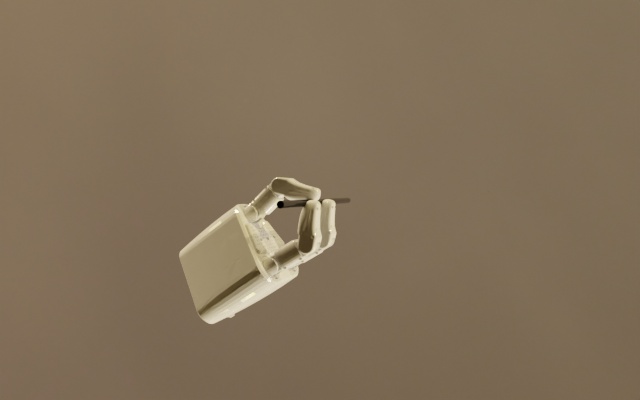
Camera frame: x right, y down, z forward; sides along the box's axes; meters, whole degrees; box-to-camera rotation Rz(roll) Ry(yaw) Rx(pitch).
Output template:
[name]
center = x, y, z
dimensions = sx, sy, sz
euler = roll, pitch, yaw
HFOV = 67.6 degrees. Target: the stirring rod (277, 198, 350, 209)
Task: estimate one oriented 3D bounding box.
[stirring rod]
center = 0.000, 0.002, 0.586
dimensions = 0.011, 0.011, 0.239
euler = 0, 1, 19
